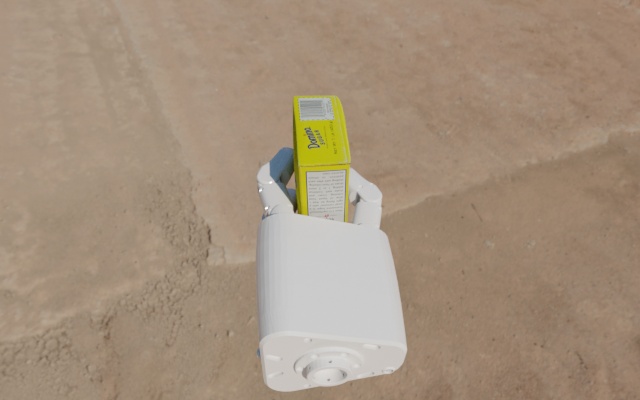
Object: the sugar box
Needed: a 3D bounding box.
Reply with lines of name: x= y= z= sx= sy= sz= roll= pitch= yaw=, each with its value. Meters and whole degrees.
sugar box: x=0.000 y=0.001 z=0.442 sx=0.048 sy=0.093 sz=0.176 roll=-2 pitch=-44 yaw=-4
